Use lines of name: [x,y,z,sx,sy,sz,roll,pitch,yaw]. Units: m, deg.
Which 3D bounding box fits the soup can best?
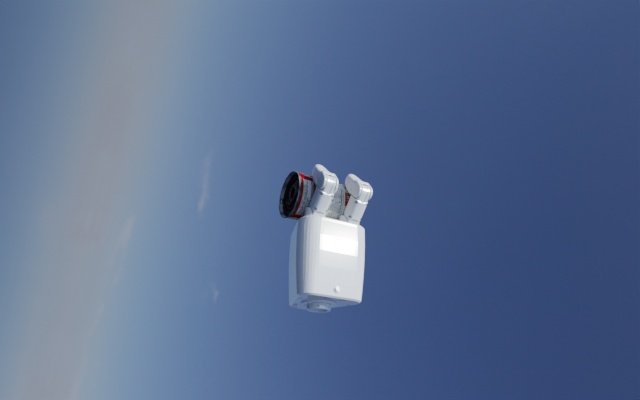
soup can: [0.000,0.002,0.692,0.102,0.068,0.068,14,-6,-25]
